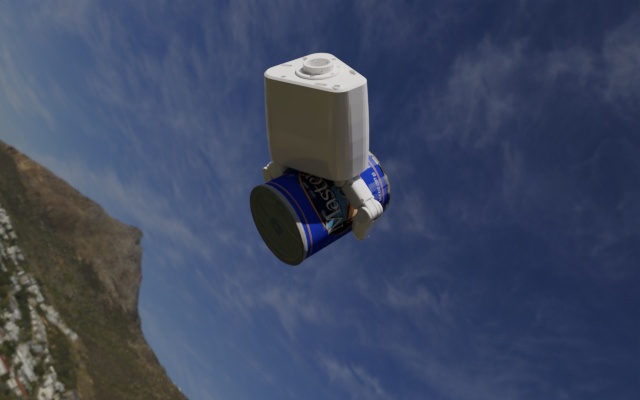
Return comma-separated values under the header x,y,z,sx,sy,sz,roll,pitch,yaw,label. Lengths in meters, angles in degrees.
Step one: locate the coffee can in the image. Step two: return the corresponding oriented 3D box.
x,y,z,sx,sy,sz,roll,pitch,yaw,label
0.000,0.002,0.584,0.140,0.103,0.103,-28,15,-31,coffee can
